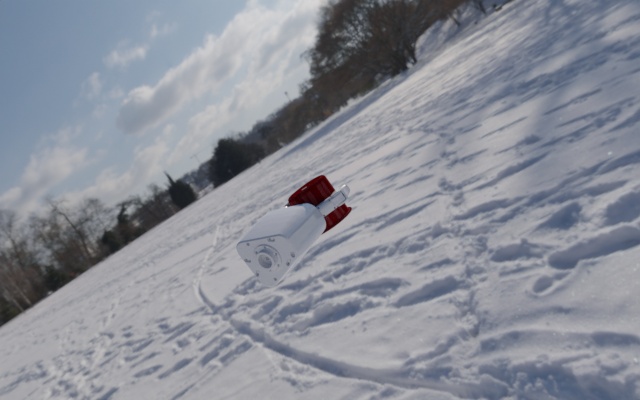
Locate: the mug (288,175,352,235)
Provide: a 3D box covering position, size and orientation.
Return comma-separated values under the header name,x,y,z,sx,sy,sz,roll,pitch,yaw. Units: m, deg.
name,x,y,z,sx,sy,sz,roll,pitch,yaw
mug,0.001,0.002,0.868,0.093,0.081,0.117,-30,10,32
